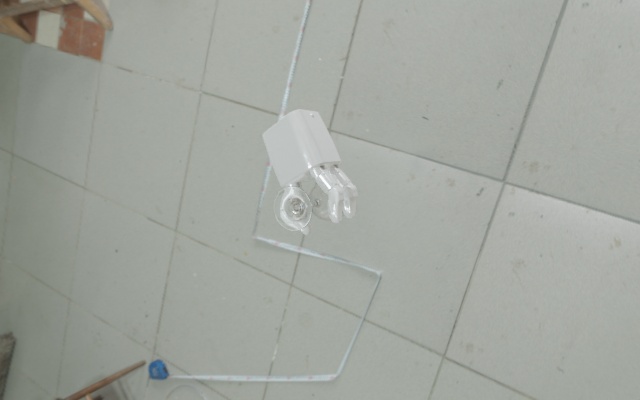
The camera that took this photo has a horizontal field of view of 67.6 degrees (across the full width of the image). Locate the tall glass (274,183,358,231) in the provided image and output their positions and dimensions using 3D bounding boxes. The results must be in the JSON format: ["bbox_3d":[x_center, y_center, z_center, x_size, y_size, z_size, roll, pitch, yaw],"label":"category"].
[{"bbox_3d":[0.000,0.003,0.866,0.079,0.079,0.201,0,6,28],"label":"tall glass"}]
